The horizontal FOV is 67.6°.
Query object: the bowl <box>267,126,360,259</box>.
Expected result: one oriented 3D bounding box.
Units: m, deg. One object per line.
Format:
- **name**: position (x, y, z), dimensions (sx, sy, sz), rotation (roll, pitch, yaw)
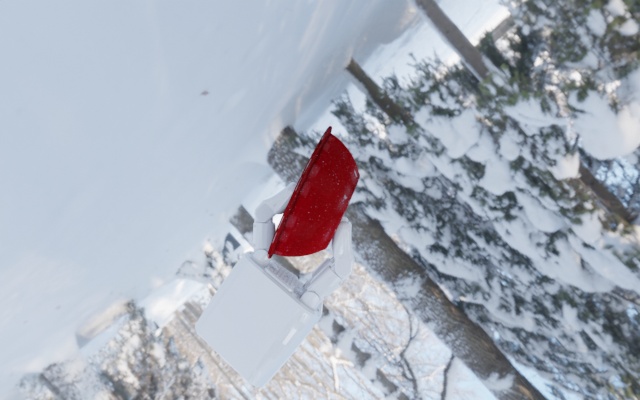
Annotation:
- **bowl**: position (0.001, 0.001, 0.528), dimensions (0.055, 0.162, 0.162), rotation (25, 0, 1)
